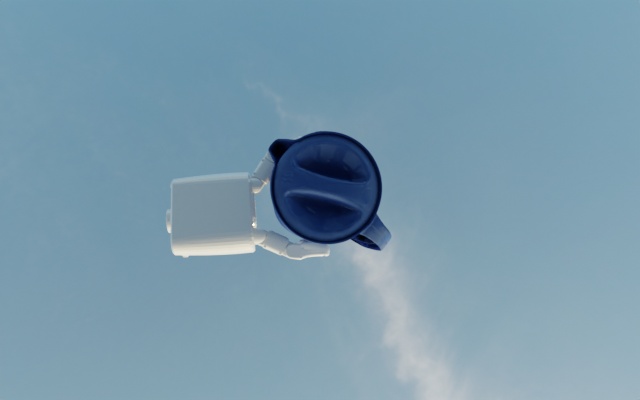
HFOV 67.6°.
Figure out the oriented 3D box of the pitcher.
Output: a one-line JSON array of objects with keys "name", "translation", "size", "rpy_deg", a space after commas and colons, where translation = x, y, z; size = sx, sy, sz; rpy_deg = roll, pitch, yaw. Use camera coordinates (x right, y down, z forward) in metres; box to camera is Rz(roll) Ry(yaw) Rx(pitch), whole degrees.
[{"name": "pitcher", "translation": [0.000, 0.002, 0.668], "size": [0.145, 0.149, 0.243], "rpy_deg": [-6, -4, -8]}]
